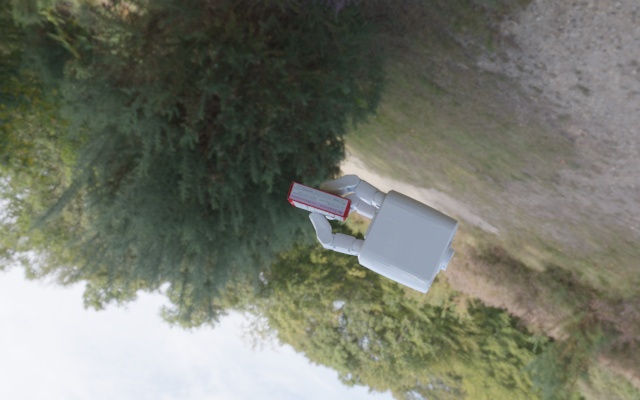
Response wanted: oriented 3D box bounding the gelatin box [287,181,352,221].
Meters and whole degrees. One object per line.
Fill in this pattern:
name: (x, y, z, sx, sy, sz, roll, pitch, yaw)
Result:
gelatin box: (0.000, 0.003, 0.700, 0.089, 0.030, 0.073, 17, -6, 4)
